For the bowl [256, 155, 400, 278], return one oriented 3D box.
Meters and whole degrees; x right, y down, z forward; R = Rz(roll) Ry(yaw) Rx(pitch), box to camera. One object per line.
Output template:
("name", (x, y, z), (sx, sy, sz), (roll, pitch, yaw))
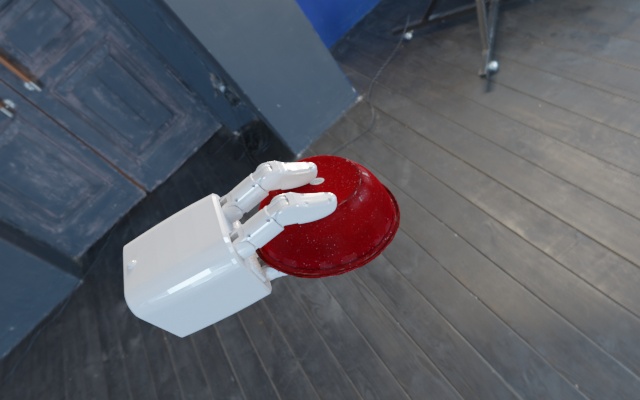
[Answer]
("bowl", (0.001, 0.001, 0.498), (0.162, 0.055, 0.162), (-7, 40, 6))
